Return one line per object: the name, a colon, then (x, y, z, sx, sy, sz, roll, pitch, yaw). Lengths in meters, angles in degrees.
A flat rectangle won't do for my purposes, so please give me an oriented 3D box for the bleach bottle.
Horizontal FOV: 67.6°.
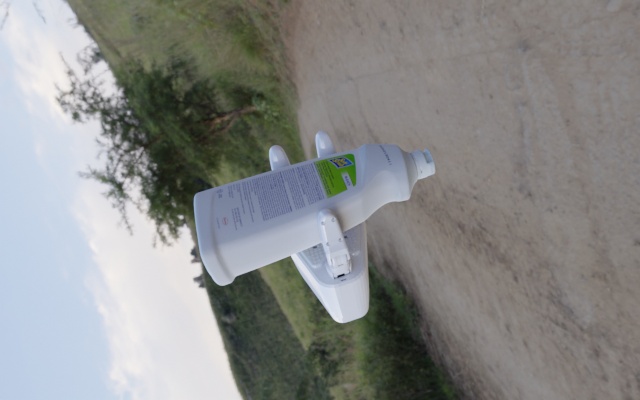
bleach bottle: (0.000, 0.002, 0.500, 0.251, 0.102, 0.068, -17, -39, -3)
